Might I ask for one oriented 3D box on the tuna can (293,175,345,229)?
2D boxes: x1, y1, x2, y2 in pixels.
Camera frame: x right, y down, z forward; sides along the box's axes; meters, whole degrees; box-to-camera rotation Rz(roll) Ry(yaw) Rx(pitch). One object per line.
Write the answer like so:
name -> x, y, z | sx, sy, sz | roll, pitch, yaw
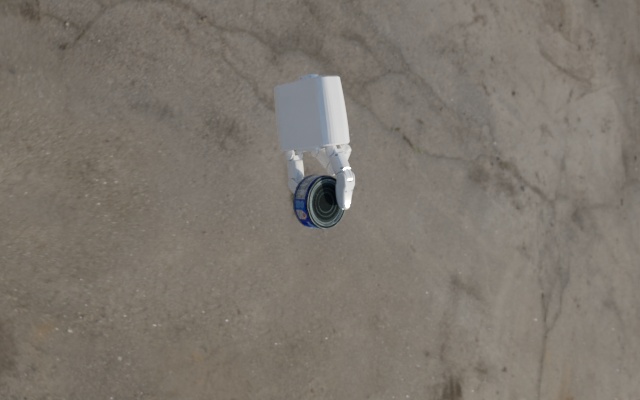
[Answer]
tuna can -> 0.001, 0.003, 0.750 | 0.086, 0.086, 0.034 | 0, 3, -42
